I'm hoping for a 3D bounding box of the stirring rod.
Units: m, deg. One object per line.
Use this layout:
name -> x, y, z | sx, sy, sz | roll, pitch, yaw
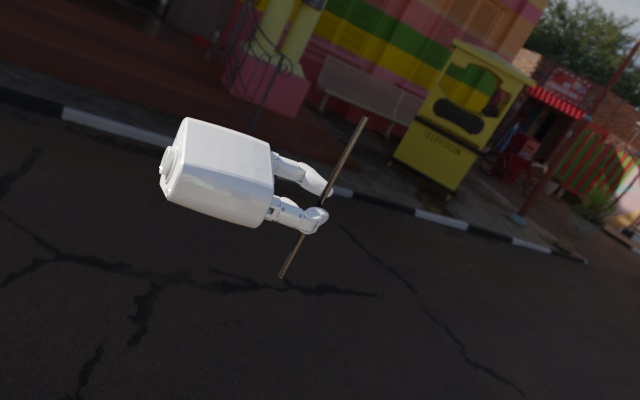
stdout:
stirring rod -> 0.000, 0.002, 0.598 | 0.011, 0.239, 0.011 | 25, 20, -10
